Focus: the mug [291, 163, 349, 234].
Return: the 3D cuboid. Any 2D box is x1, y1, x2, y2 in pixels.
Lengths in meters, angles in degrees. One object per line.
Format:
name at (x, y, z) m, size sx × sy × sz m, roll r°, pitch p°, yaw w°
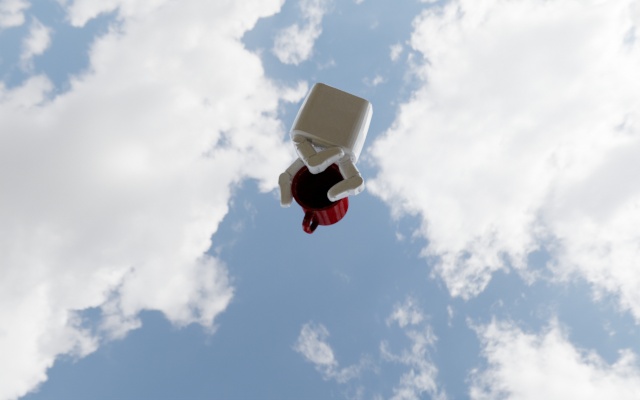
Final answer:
mug at (0.000, 0.004, 0.802) m, size 0.093 × 0.117 × 0.081 m, roll 15°, pitch -22°, yaw 16°
